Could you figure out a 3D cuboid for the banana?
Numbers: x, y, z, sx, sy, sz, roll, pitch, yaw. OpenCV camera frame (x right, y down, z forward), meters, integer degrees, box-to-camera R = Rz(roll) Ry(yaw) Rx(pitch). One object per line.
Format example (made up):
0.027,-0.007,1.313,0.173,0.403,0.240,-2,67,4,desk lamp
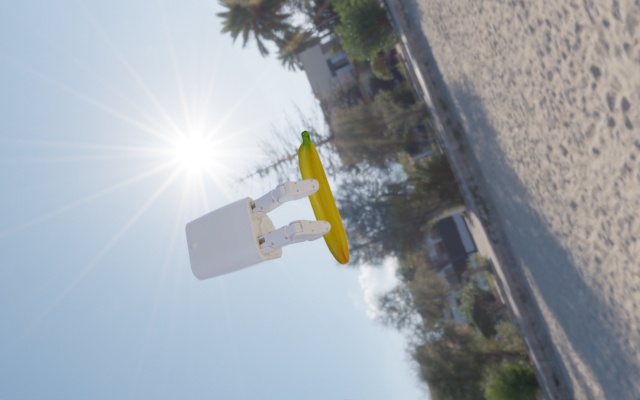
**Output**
0.001,-0.002,0.703,0.037,0.198,0.069,-19,1,6,banana
